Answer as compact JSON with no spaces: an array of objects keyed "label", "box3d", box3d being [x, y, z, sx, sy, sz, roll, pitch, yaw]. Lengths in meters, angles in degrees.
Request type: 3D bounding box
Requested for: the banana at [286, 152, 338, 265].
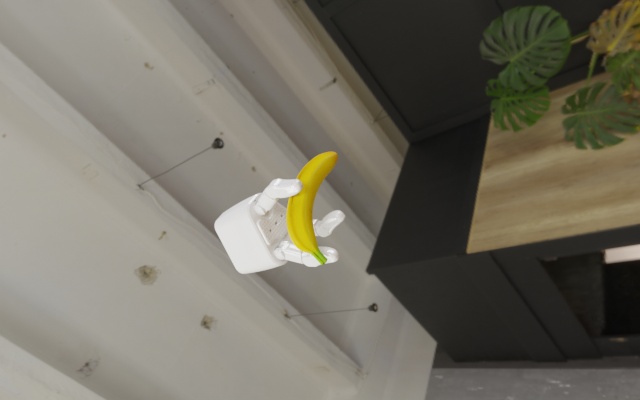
[{"label":"banana","box3d":[-0.015,-0.002,0.715,0.070,0.197,0.037,28,-36,-30]}]
